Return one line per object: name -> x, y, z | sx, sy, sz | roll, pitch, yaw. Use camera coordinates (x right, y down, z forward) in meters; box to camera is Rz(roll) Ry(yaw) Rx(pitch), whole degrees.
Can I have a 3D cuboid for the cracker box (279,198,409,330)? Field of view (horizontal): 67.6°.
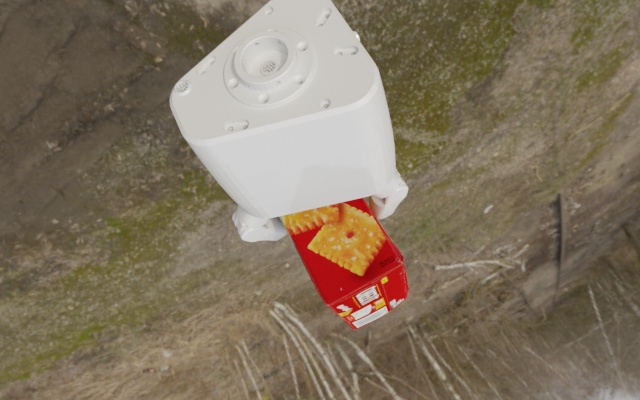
cracker box -> 0.000, 0.002, 0.441 | 0.072, 0.213, 0.164 | -29, -24, 0
